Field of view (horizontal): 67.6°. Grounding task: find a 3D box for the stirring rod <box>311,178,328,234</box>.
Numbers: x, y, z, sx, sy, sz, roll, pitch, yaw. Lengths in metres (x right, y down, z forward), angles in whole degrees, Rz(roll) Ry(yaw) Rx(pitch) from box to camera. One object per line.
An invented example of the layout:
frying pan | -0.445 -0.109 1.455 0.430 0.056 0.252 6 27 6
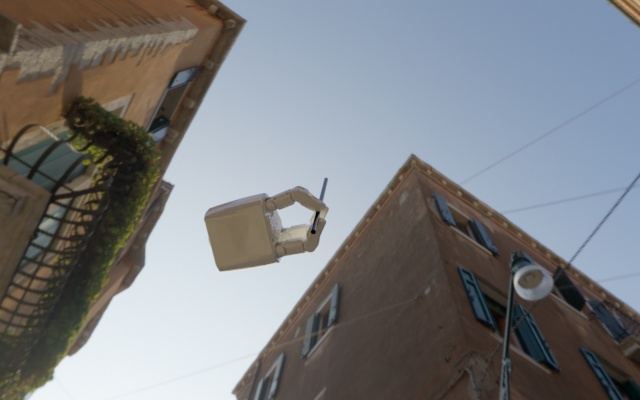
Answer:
stirring rod | 0.000 0.003 0.819 0.011 0.011 0.239 0 21 6
